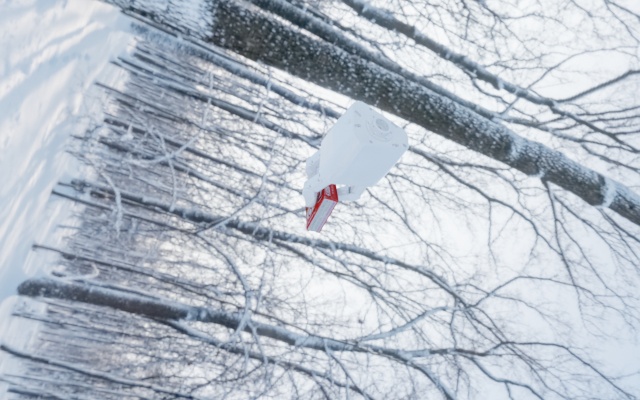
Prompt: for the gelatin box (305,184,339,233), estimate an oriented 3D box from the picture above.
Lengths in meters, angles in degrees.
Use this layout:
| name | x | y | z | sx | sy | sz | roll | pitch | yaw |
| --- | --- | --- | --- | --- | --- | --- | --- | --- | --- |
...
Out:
| name | x | y | z | sx | sy | sz | roll | pitch | yaw |
| --- | --- | --- | --- | --- | --- | --- | --- | --- | --- |
| gelatin box | 0.000 | 0.003 | 0.870 | 0.030 | 0.089 | 0.073 | 15 | 39 | -17 |
